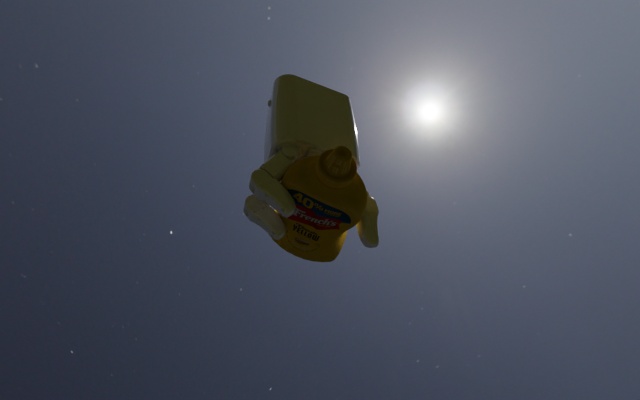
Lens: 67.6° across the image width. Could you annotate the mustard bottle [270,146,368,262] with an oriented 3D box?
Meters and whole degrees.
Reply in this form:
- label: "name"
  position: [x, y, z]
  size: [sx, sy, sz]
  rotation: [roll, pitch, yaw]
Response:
- label: "mustard bottle"
  position: [0.000, 0.002, 0.535]
  size: [0.096, 0.058, 0.192]
  rotation: [26, -34, 1]
